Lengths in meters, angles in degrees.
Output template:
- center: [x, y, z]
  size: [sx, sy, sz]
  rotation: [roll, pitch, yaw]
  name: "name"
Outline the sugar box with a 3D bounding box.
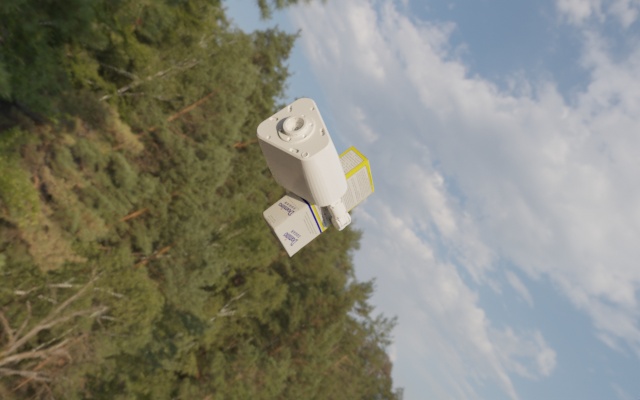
- center: [0.000, 0.002, 0.740]
  size: [0.176, 0.048, 0.093]
  rotation: [-35, -34, -10]
  name: "sugar box"
